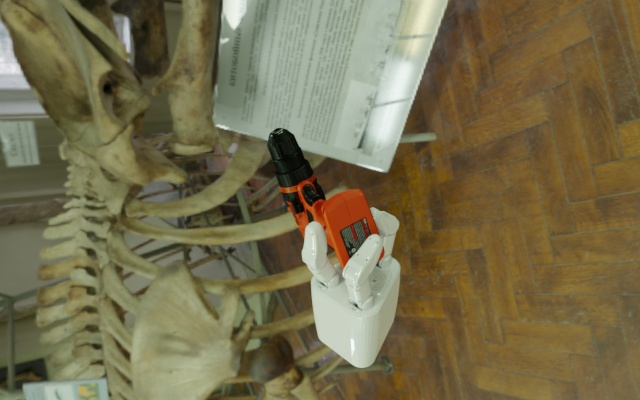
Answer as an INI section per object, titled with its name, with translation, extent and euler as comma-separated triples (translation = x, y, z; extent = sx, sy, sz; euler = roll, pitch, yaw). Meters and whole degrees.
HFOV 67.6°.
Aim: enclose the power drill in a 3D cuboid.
[power drill]
translation = 0.000, 0.002, 0.609
extent = 0.057, 0.184, 0.187
euler = -29, 25, -12
